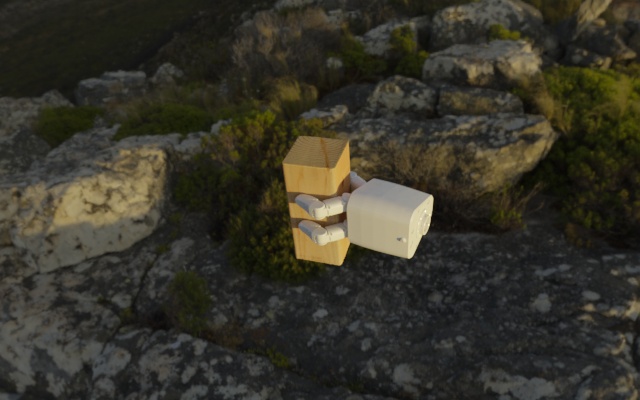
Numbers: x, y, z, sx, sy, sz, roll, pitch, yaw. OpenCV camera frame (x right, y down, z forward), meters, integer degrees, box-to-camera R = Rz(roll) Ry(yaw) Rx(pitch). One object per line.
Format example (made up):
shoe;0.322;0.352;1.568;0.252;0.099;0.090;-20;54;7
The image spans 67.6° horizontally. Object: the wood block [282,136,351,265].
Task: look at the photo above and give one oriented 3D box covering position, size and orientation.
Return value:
wood block;0.001;0.002;0.828;0.090;0.206;0.090;7;39;16
